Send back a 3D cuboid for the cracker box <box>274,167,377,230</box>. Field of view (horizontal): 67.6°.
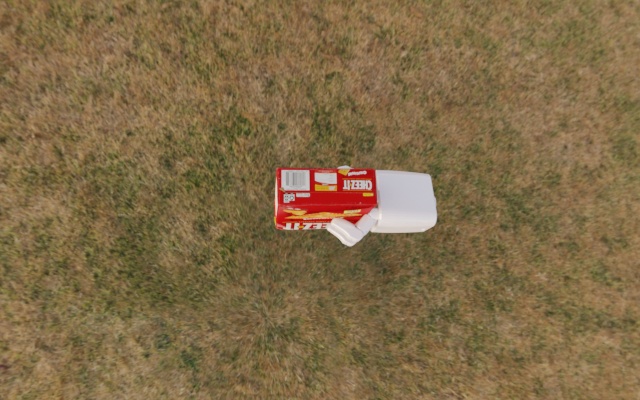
[{"bbox_3d":[0.000,0.003,0.864,0.164,0.072,0.214,0,-14,-6],"label":"cracker box"}]
